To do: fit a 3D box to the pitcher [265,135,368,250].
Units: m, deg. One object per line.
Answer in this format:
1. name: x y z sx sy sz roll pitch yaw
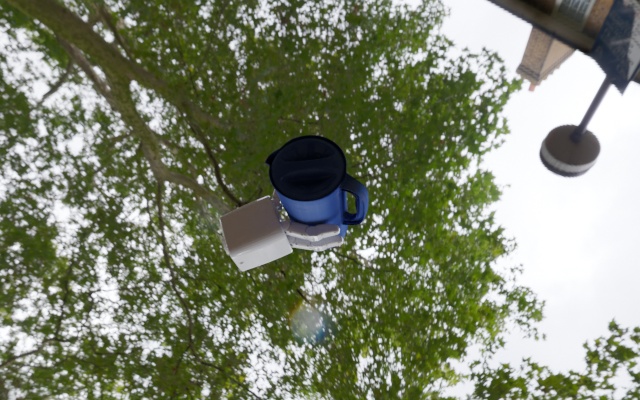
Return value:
1. pitcher: 0.000 0.003 0.897 0.145 0.149 0.243 -22 -30 -5
